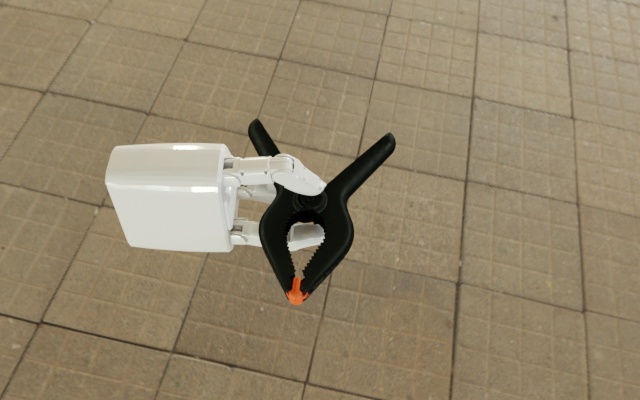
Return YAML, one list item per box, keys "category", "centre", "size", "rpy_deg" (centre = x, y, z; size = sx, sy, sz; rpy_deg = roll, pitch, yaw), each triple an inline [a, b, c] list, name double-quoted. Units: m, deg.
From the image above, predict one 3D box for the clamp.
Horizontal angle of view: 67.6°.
- category: "clamp"
  centre: [0.000, 0.002, 0.489]
  size: [0.164, 0.209, 0.036]
  rpy_deg: [0, -30, 1]
